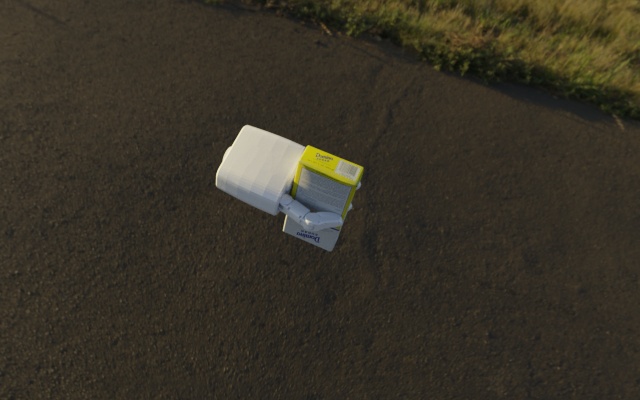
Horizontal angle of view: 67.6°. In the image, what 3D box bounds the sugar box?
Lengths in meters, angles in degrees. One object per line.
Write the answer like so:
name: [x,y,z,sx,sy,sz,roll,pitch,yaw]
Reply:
sugar box: [0.000,0.002,0.755,0.093,0.048,0.176,23,-38,4]
